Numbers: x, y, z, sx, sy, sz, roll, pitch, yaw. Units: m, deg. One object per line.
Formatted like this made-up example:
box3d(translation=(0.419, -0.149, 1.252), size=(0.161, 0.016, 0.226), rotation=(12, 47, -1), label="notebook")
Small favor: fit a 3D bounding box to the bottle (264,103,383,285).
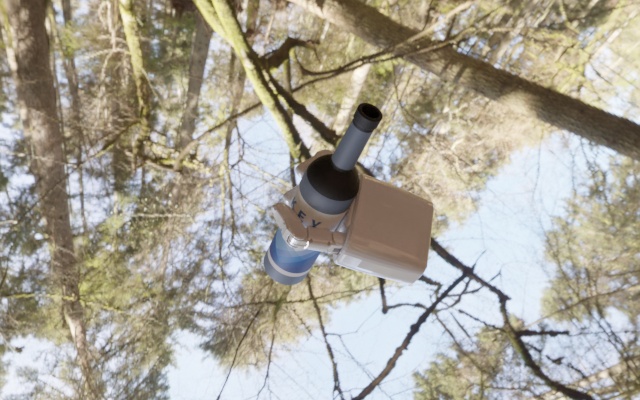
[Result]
box3d(translation=(0.000, 0.002, 0.582), size=(0.069, 0.069, 0.296), rotation=(0, -38, -26), label="bottle")
